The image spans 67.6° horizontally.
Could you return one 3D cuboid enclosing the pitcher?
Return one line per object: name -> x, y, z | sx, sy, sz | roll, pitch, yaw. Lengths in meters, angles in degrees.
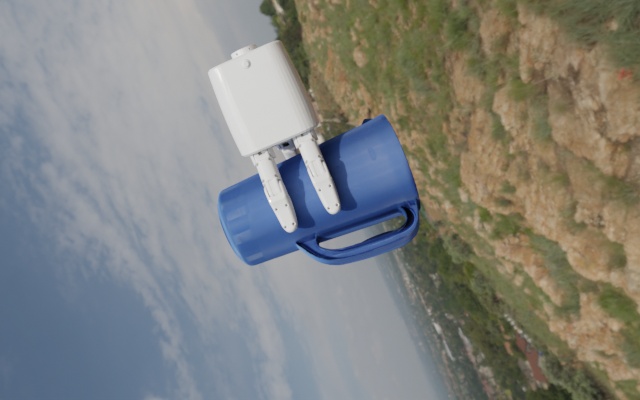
pitcher -> 0.000, 0.002, 0.613 | 0.243, 0.145, 0.149 | -22, 15, 3
